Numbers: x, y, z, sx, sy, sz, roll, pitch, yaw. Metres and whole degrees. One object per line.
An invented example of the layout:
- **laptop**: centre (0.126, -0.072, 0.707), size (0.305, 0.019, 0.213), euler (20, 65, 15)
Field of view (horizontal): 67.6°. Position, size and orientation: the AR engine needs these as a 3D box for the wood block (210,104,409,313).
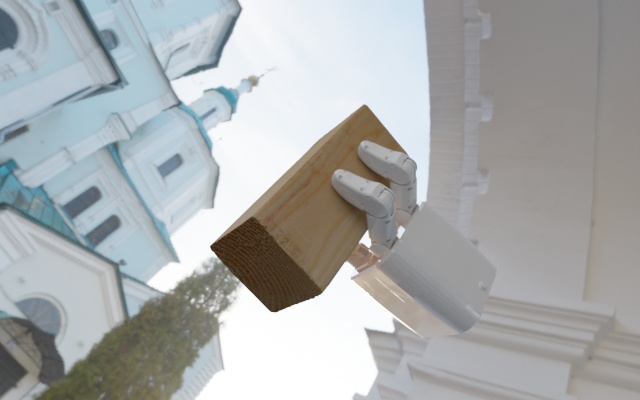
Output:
- **wood block**: centre (0.000, 0.002, 0.482), size (0.091, 0.090, 0.206), euler (-33, 12, 47)
